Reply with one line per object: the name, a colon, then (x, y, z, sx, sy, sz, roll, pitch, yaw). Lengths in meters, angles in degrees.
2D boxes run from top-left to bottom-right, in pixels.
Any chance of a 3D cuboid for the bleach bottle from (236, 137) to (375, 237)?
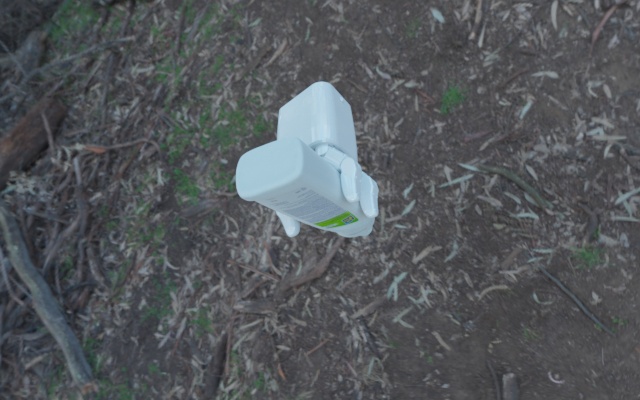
bleach bottle: (0.000, 0.002, 0.665, 0.102, 0.068, 0.251, -17, -29, 25)
